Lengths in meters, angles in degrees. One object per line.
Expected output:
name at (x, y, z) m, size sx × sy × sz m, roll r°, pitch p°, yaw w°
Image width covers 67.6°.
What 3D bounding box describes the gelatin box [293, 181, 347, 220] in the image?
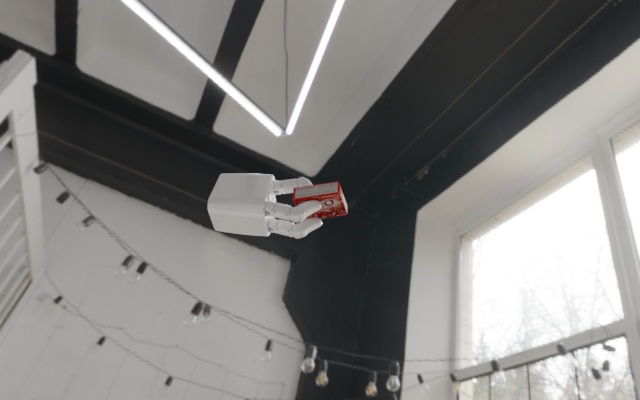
gelatin box at (0.000, 0.003, 0.893) m, size 0.089 × 0.030 × 0.073 m, roll -9°, pitch -38°, yaw 11°
